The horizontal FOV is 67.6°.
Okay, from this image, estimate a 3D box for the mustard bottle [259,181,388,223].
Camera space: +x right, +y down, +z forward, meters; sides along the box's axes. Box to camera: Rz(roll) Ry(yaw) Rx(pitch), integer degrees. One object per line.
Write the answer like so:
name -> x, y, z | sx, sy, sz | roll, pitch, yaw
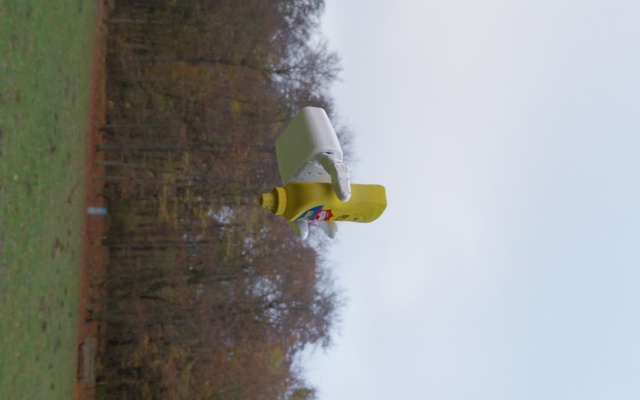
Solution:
mustard bottle -> 0.000, 0.003, 0.739 | 0.191, 0.058, 0.096 | 2, -17, -23
